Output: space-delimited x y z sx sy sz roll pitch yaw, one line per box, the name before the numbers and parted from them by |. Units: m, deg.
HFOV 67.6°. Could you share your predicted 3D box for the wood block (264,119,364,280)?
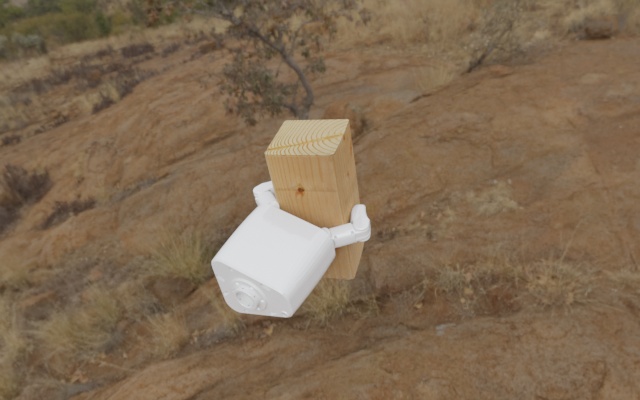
wood block | 0.000 0.002 0.653 0.091 0.206 0.090 2 38 17
